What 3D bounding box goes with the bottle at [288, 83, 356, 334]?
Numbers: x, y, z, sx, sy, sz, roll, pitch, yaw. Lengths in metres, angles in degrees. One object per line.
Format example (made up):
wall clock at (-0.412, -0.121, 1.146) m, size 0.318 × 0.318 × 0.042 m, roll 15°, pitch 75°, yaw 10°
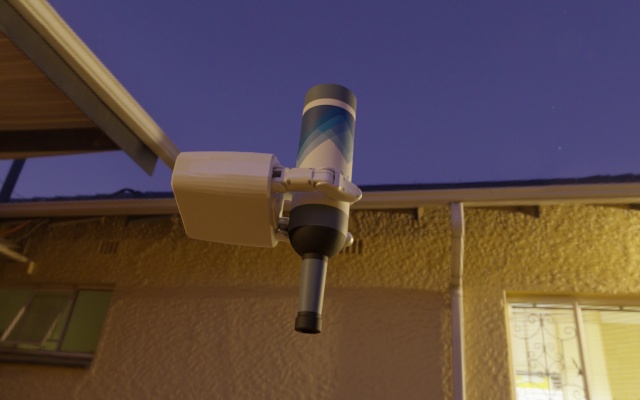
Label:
bottle at (0.000, 0.002, 0.549) m, size 0.069 × 0.295 × 0.069 m, roll 5°, pitch -26°, yaw 2°
